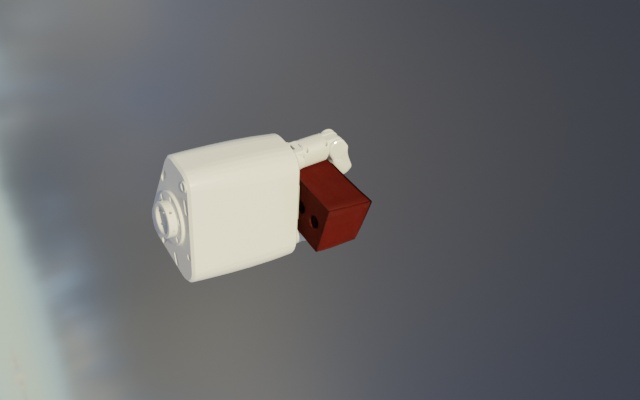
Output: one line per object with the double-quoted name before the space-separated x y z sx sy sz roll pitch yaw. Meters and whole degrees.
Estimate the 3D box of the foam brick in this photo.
"foam brick" 0.000 0.002 0.463 0.051 0.053 0.078 -15 48 -36
